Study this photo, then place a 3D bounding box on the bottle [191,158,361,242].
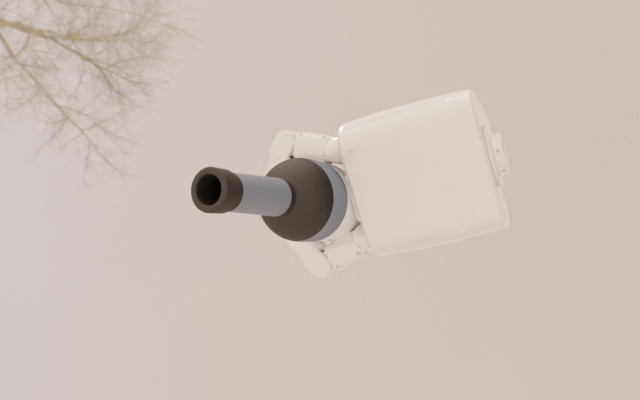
[{"bbox_3d":[0.000,0.001,0.409,0.069,0.069,0.296,0,-3,26],"label":"bottle"}]
